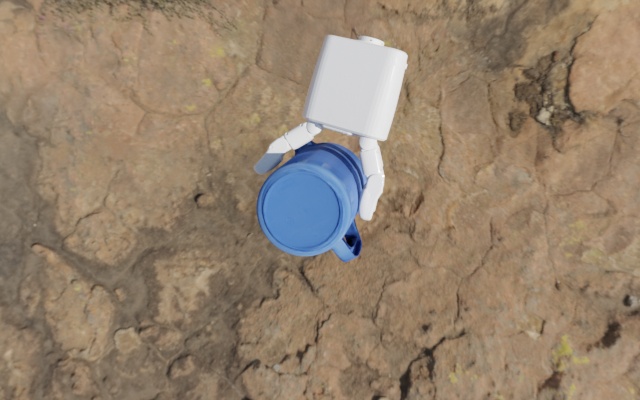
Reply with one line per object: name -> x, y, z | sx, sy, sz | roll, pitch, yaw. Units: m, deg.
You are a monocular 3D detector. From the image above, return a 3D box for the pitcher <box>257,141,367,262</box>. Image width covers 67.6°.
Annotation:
pitcher -> 0.000, 0.002, 0.641 | 0.149, 0.145, 0.243 | 18, 11, 4
